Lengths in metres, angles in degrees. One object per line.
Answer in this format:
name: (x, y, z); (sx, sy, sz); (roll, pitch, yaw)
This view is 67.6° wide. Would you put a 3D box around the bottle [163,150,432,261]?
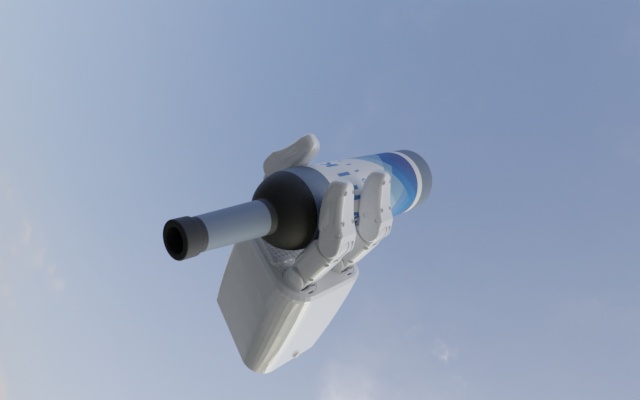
bottle: (0.000, 0.001, 0.415); (0.069, 0.069, 0.295); (0, 9, 40)
